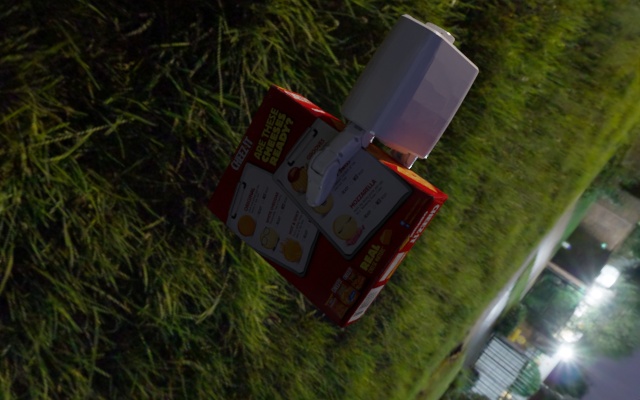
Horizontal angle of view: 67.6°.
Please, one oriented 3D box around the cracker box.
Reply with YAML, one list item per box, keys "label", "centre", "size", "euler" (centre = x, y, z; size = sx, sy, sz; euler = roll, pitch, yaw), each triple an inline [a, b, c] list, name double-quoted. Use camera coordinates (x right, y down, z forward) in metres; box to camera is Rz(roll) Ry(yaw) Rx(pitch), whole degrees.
- label: "cracker box"
  centre: [0.000, 0.002, 0.518]
  size: [0.213, 0.164, 0.072]
  euler: [38, 17, 22]
